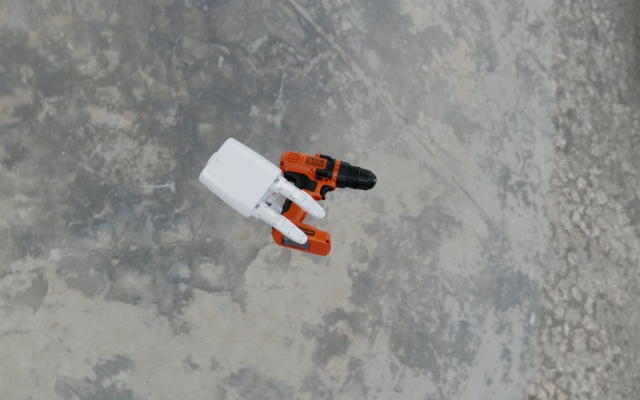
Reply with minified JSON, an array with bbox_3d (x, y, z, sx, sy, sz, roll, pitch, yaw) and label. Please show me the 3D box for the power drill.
[{"bbox_3d":[0.000,0.003,0.860,0.184,0.187,0.057,12,-32,4],"label":"power drill"}]
